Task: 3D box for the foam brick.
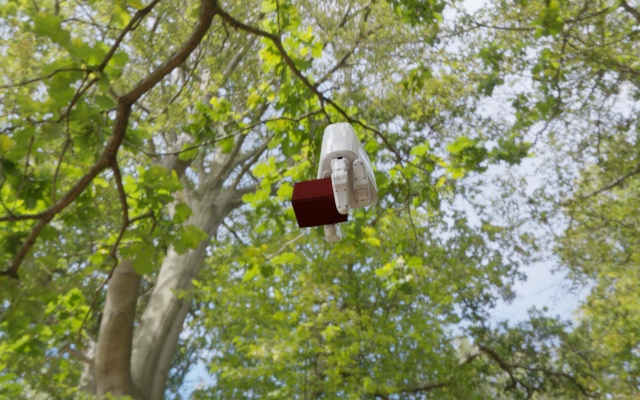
[{"bbox_3d":[0.000,0.002,0.720,0.078,0.053,0.051,-8,36,6],"label":"foam brick"}]
